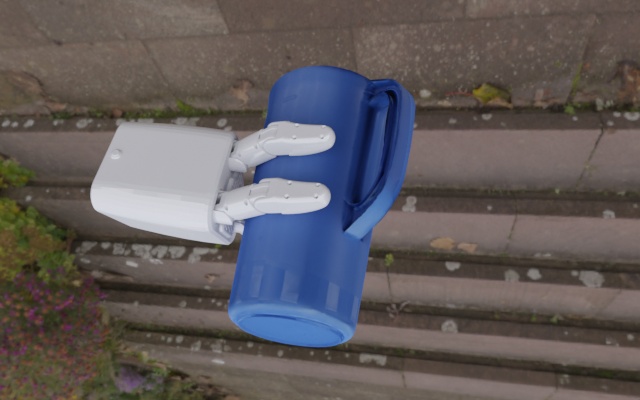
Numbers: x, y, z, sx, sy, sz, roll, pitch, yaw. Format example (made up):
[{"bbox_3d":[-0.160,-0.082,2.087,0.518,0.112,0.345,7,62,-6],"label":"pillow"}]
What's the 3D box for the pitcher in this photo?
[{"bbox_3d":[0.000,0.001,0.443,0.145,0.242,0.149,8,-29,3],"label":"pitcher"}]
